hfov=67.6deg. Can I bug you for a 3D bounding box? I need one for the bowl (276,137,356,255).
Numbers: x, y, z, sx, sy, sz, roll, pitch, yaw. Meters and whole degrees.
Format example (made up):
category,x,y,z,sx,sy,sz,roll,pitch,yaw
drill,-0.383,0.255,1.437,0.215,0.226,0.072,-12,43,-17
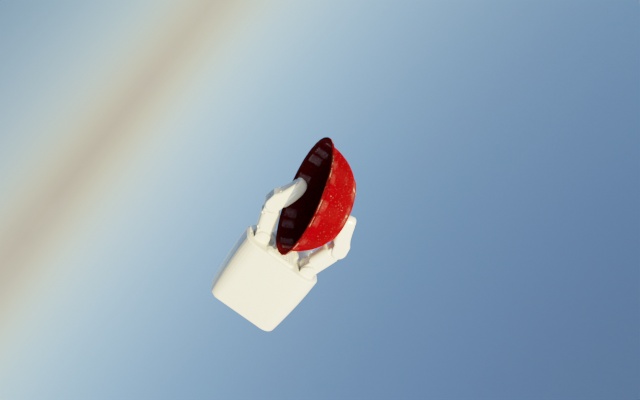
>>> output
category,x,y,z,sx,sy,sz,roll,pitch,yaw
bowl,0.001,0.001,0.618,0.055,0.162,0.162,22,-7,-17
